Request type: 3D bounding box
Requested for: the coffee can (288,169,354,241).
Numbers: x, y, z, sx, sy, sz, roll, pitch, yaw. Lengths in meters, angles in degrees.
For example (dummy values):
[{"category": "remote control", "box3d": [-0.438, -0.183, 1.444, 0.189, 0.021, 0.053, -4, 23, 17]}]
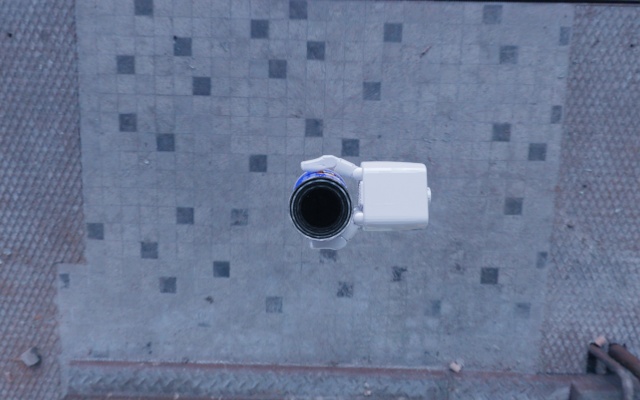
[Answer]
[{"category": "coffee can", "box3d": [0.000, 0.003, 0.804, 0.103, 0.103, 0.140, 0, 9, 0]}]
